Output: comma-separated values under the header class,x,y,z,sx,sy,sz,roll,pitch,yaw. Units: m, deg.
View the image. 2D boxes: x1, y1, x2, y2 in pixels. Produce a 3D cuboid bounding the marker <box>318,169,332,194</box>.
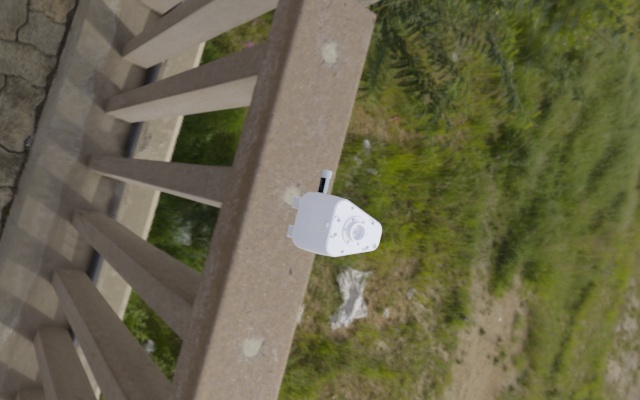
class,x,y,z,sx,sy,sz,roll,pitch,yaw
marker,0.000,0.003,0.888,0.020,0.121,0.020,13,-2,0
